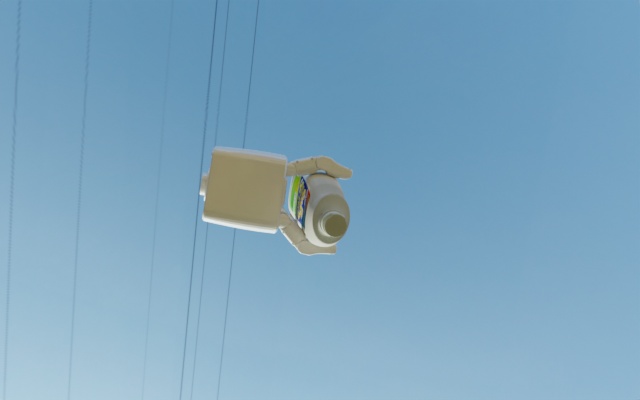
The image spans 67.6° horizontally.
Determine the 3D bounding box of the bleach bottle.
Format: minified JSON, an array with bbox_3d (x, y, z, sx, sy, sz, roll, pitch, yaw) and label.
[{"bbox_3d":[0.000,0.002,0.701,0.068,0.102,0.251,10,8,-11],"label":"bleach bottle"}]
